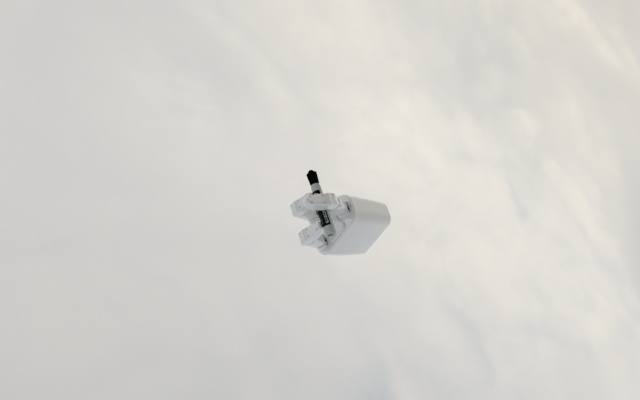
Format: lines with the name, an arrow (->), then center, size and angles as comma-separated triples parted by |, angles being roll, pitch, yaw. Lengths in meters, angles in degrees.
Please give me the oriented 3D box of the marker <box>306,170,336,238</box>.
marker -> 0.000, 0.003, 0.777 | 0.020, 0.121, 0.020 | -14, -25, -7
